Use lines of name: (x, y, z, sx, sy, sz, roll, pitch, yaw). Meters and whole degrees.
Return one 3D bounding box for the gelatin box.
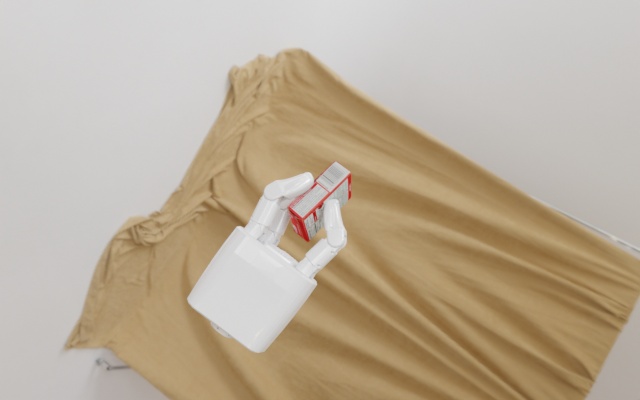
gelatin box: (0.001, 0.002, 0.603, 0.030, 0.089, 0.073, 40, -16, 19)
